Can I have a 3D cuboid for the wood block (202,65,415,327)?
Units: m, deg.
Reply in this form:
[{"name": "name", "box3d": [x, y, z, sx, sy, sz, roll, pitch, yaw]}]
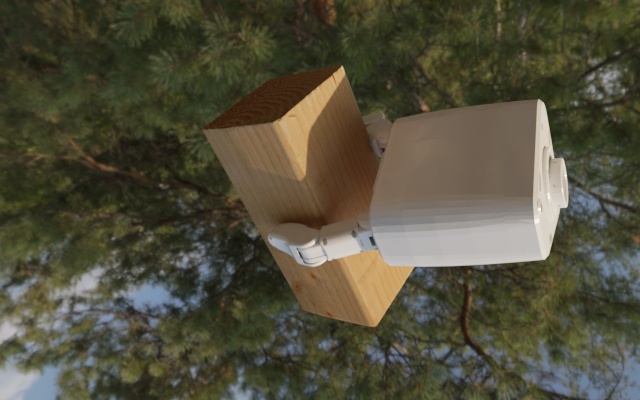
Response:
[{"name": "wood block", "box3d": [0.000, 0.002, 0.420, 0.090, 0.206, 0.090, 3, 38, 41]}]
